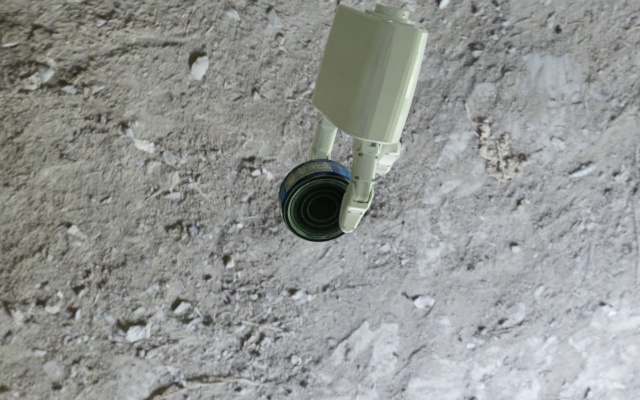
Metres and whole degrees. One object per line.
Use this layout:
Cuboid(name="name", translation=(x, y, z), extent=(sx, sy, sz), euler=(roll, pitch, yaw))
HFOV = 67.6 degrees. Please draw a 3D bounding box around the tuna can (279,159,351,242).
Cuboid(name="tuna can", translation=(0.000, 0.002, 0.503), extent=(0.086, 0.086, 0.033), euler=(0, 31, -12))
